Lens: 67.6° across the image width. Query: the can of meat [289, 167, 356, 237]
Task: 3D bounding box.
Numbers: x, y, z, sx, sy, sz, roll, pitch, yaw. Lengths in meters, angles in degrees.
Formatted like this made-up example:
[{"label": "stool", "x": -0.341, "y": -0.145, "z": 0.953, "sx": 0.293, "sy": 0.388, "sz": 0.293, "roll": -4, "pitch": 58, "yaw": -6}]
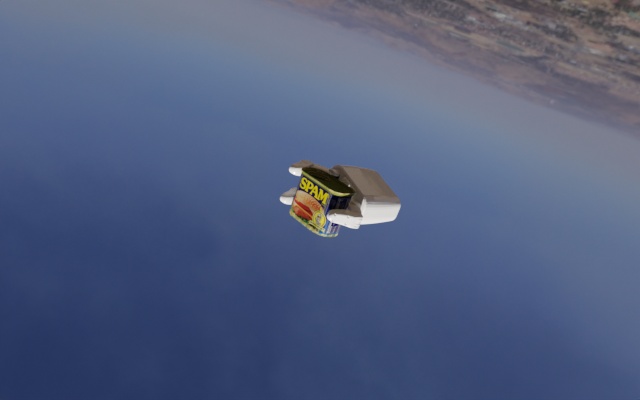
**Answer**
[{"label": "can of meat", "x": 0.000, "y": 0.003, "z": 0.810, "sx": 0.057, "sy": 0.084, "sz": 0.102, "roll": -1, "pitch": 28, "yaw": -46}]
